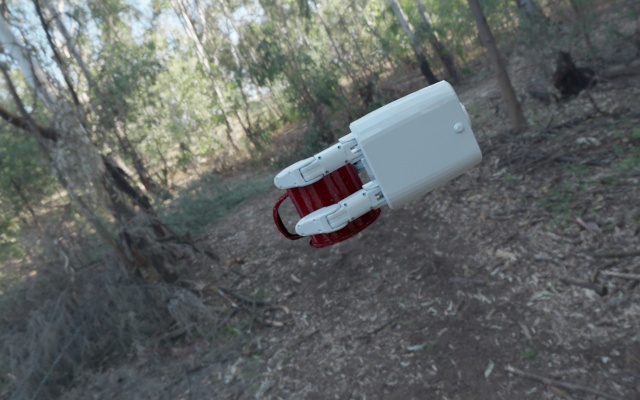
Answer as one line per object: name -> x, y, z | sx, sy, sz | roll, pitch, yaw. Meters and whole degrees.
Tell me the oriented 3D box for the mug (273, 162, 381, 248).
mug -> -0.001, 0.002, 0.552 | 0.117, 0.081, 0.093 | -26, 11, 5
